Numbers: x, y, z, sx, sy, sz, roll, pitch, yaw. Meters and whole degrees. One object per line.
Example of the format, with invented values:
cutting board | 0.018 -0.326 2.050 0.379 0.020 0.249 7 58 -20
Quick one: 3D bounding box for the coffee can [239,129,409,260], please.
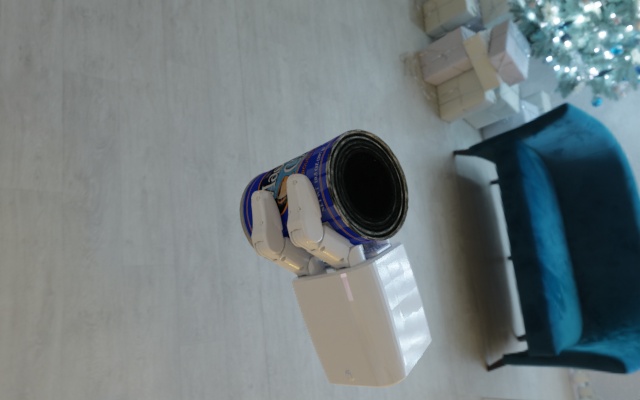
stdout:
coffee can | 0.000 0.001 0.473 0.103 0.103 0.140 0 -14 -42
